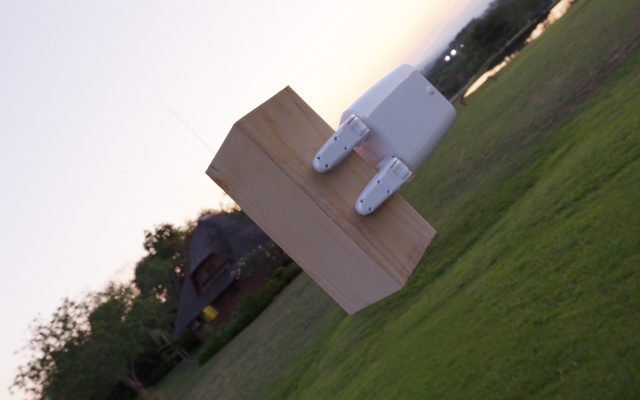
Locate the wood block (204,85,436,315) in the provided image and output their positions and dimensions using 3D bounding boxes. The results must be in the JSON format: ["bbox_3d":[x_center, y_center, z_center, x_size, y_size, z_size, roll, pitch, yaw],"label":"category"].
[{"bbox_3d":[0.000,0.001,0.475,0.090,0.206,0.091,-47,3,-41],"label":"wood block"}]
